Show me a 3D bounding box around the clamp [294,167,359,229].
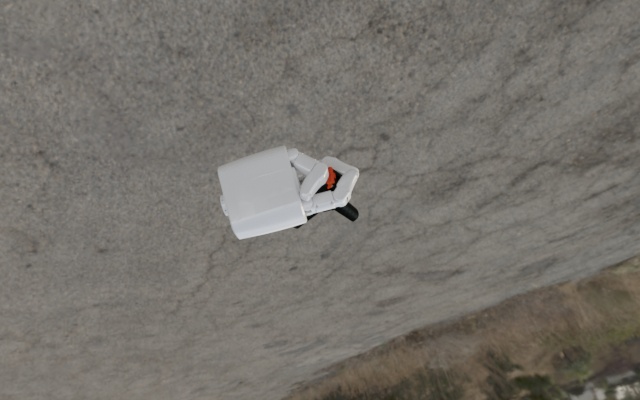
[{"bbox_3d":[0.000,0.003,0.777,0.120,0.039,0.172,-16,-29,-1],"label":"clamp"}]
